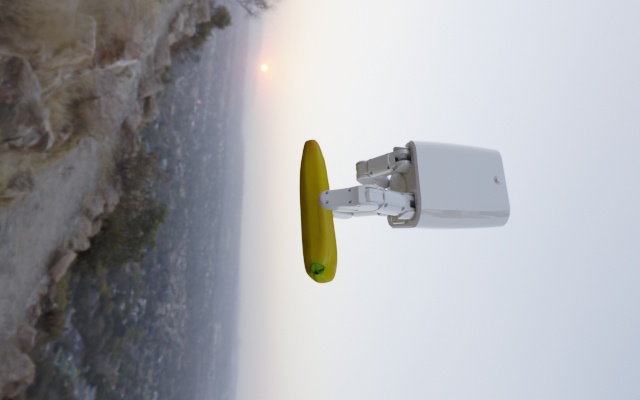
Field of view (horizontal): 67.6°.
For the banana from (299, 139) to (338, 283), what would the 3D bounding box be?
[{"bbox_3d":[-0.002,0.017,0.517,0.037,0.070,0.197,2,44,-8],"label":"banana"}]
